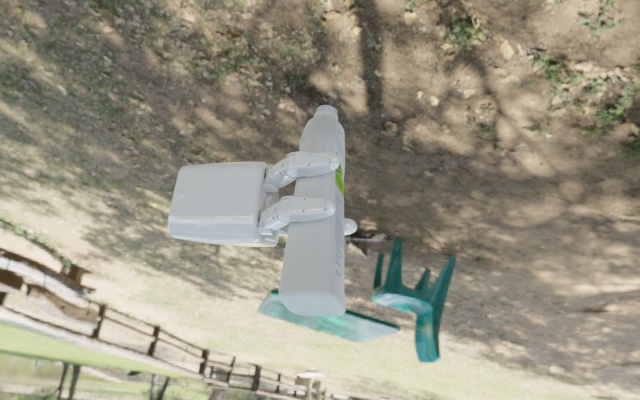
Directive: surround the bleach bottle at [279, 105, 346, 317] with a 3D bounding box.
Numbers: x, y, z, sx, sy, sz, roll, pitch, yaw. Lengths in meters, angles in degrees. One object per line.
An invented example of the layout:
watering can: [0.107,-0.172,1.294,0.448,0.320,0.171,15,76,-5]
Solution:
bleach bottle: [0.000,0.002,0.567,0.068,0.250,0.103,0,-26,10]
